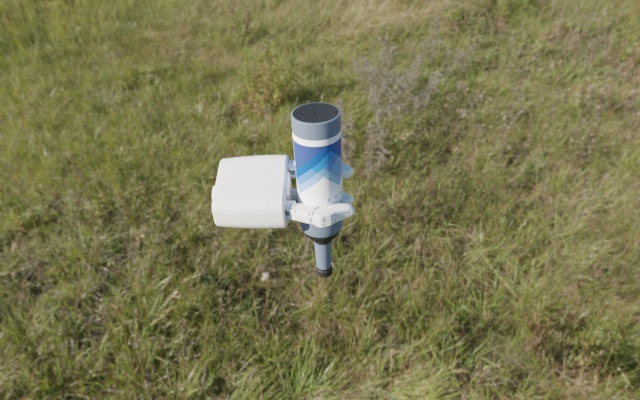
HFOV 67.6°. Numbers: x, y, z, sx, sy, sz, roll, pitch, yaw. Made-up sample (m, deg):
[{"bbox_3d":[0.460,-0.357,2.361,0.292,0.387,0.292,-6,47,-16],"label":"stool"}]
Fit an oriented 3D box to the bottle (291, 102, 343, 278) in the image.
[{"bbox_3d":[0.000,0.002,0.721,0.069,0.296,0.069,-2,36,1],"label":"bottle"}]
